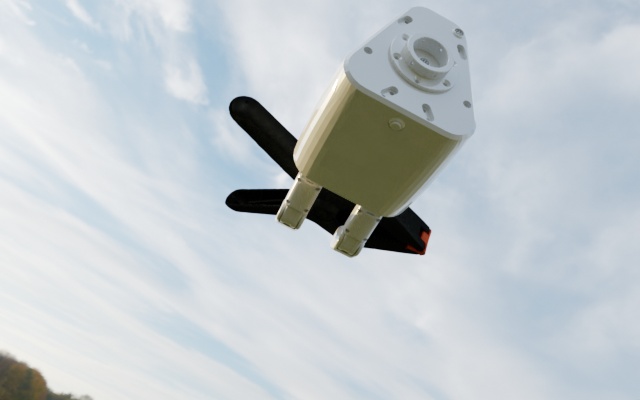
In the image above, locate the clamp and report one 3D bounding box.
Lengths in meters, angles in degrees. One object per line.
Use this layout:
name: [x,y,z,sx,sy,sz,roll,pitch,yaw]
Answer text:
clamp: [0.001,0.001,0.451,0.210,0.036,0.165,27,-31,-4]
